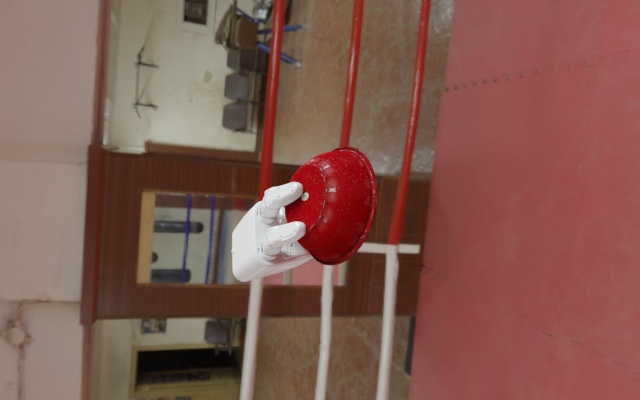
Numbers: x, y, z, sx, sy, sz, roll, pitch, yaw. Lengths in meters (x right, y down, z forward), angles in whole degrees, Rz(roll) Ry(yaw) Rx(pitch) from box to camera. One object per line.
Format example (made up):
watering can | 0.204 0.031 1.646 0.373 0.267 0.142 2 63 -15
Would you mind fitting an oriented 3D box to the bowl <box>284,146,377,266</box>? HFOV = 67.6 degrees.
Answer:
bowl | 0.000 0.001 0.624 0.055 0.162 0.162 12 -7 -36
